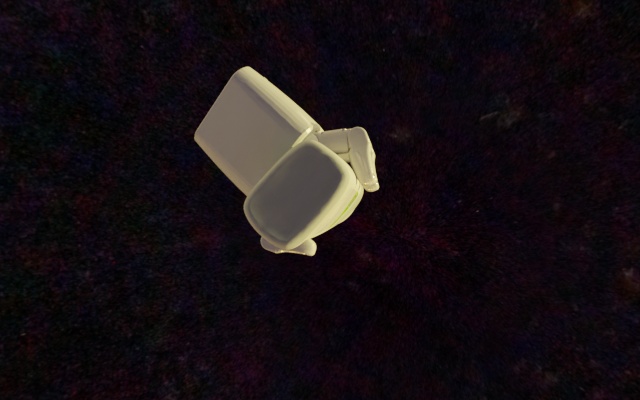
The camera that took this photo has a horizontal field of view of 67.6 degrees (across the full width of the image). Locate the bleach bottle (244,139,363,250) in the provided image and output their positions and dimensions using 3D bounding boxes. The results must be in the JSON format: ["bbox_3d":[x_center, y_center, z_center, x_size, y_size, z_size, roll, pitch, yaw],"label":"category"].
[{"bbox_3d":[0.000,0.002,0.543,0.068,0.102,0.251,43,3,10],"label":"bleach bottle"}]
